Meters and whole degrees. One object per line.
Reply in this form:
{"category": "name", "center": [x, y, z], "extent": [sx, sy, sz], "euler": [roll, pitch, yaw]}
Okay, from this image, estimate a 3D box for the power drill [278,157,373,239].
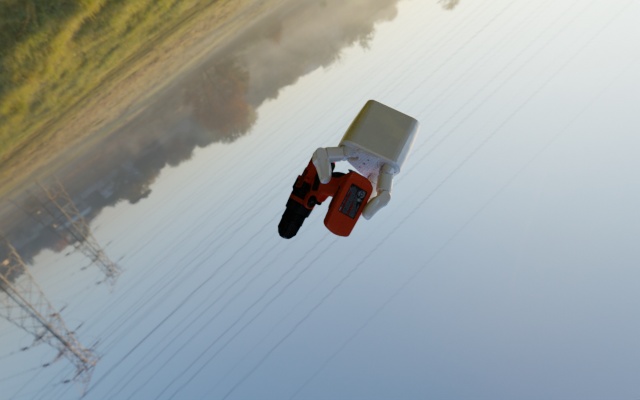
{"category": "power drill", "center": [0.001, 0.003, 0.844], "extent": [0.057, 0.184, 0.187], "euler": [26, 0, -30]}
